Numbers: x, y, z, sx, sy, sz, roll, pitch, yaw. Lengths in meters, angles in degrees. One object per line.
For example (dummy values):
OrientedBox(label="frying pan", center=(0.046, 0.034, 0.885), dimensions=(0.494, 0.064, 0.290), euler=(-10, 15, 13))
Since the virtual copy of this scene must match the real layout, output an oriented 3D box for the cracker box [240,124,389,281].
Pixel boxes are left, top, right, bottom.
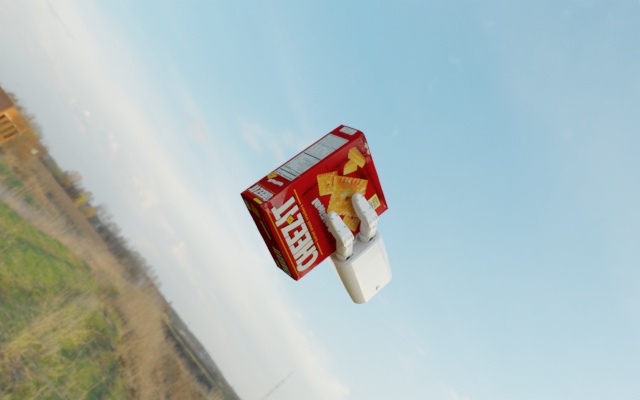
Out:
OrientedBox(label="cracker box", center=(0.000, 0.002, 0.780), dimensions=(0.213, 0.164, 0.072), euler=(-37, 36, -21))
